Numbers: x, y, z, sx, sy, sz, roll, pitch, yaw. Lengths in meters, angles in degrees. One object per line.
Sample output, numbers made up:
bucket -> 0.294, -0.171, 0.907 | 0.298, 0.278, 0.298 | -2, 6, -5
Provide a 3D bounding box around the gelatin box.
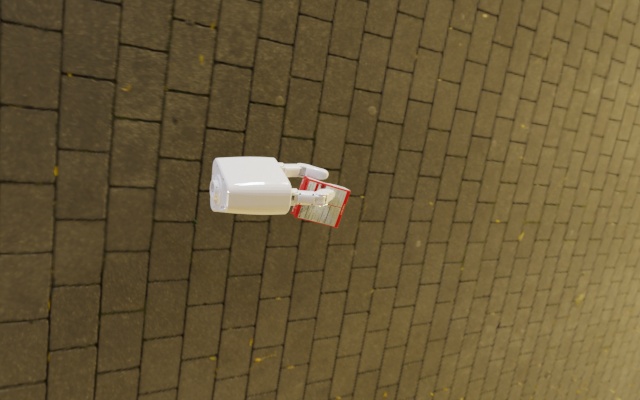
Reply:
gelatin box -> 0.001, 0.003, 0.854 | 0.089, 0.073, 0.030 | 15, 10, -25
